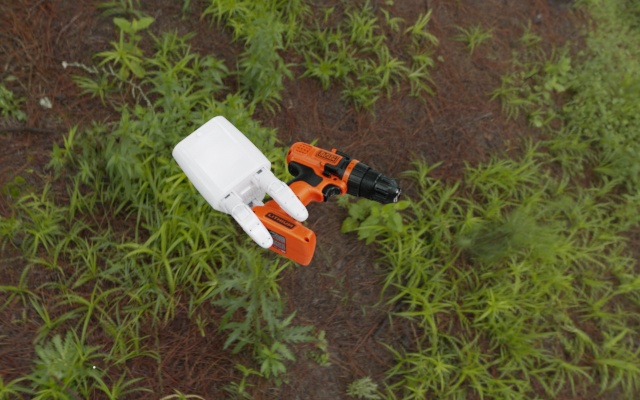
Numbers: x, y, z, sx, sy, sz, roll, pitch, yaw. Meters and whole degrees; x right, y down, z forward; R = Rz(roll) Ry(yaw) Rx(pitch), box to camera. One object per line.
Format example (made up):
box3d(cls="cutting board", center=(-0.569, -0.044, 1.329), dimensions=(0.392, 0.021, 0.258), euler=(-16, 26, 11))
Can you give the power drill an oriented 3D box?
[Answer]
box3d(cls="power drill", center=(0.000, 0.002, 0.675), dimensions=(0.184, 0.057, 0.187), euler=(22, 48, 21))
